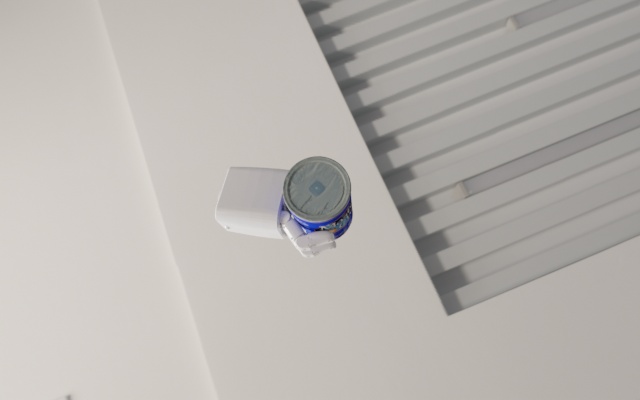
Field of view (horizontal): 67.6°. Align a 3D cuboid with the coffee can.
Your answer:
[{"bbox_3d":[0.000,0.002,0.771,0.103,0.102,0.140,0,-18,5],"label":"coffee can"}]
